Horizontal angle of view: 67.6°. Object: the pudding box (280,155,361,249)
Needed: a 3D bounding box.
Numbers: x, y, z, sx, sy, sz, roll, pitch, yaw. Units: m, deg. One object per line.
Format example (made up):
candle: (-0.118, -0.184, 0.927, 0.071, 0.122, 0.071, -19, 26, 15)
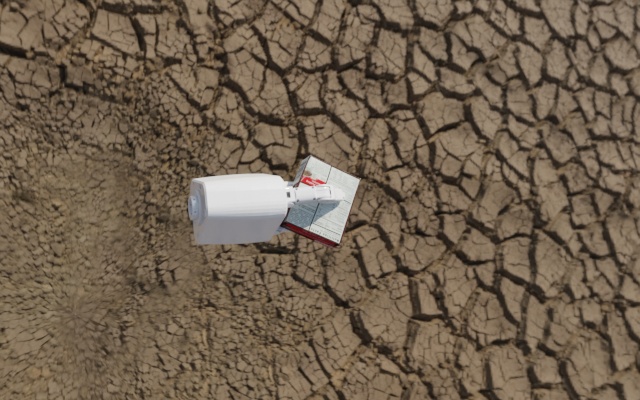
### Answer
pudding box: (0.000, 0.002, 0.697, 0.090, 0.113, 0.039, 25, -19, -14)
